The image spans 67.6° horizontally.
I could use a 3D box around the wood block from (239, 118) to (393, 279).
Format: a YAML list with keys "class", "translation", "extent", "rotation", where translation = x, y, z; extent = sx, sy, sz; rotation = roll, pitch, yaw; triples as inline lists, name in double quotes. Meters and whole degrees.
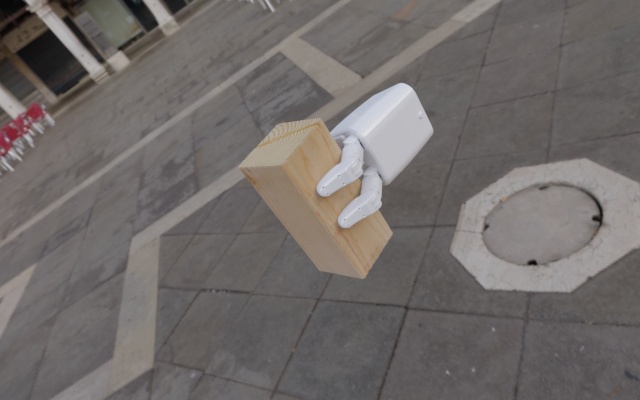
- class: "wood block"
  translation: [0.000, 0.002, 0.640]
  extent: [0.091, 0.206, 0.090]
  rotation: [3, 47, 47]
